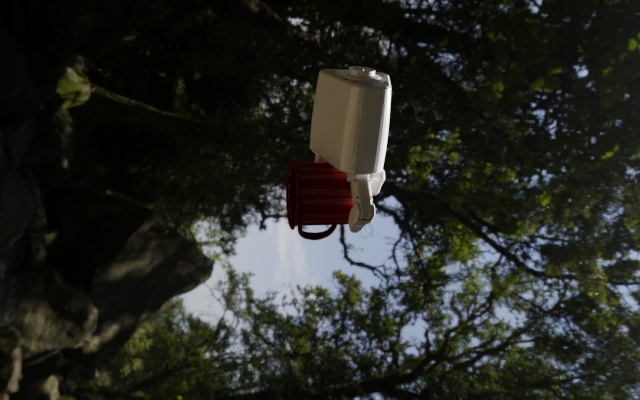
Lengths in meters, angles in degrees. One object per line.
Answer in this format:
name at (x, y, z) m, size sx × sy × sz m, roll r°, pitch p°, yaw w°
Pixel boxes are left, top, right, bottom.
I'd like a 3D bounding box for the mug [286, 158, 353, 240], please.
mug at (0.000, 0.003, 0.630) m, size 0.081 × 0.117 × 0.093 m, roll -1°, pitch 27°, yaw -12°
